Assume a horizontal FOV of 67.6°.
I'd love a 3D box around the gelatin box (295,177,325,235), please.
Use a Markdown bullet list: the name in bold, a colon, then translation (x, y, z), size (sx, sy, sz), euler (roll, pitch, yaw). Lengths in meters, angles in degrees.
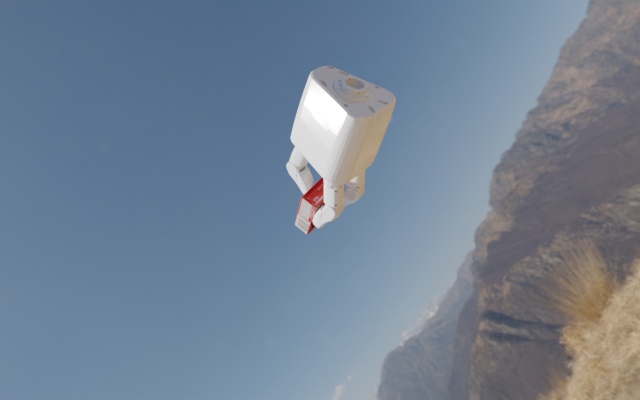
- **gelatin box**: translation (0.000, 0.002, 0.720), size (0.073, 0.030, 0.089), euler (-43, -15, -29)
